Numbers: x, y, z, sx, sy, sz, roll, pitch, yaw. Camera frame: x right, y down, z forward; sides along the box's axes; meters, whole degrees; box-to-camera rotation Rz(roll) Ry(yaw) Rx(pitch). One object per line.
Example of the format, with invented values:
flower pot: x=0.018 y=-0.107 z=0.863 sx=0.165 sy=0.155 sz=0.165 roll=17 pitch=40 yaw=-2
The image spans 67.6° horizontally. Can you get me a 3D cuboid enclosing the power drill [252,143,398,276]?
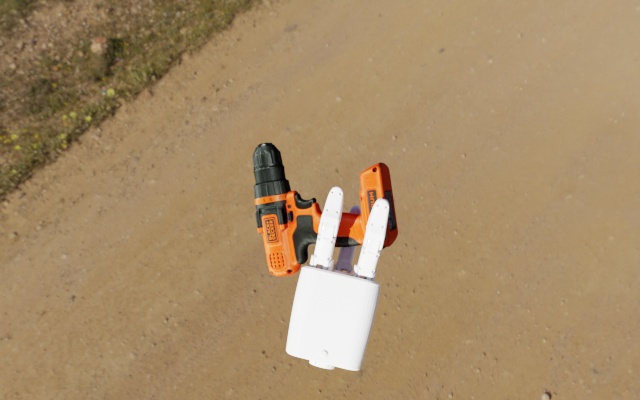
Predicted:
power drill: x=0.001 y=0.002 z=0.630 sx=0.187 sy=0.184 sz=0.057 roll=-9 pitch=2 yaw=24
